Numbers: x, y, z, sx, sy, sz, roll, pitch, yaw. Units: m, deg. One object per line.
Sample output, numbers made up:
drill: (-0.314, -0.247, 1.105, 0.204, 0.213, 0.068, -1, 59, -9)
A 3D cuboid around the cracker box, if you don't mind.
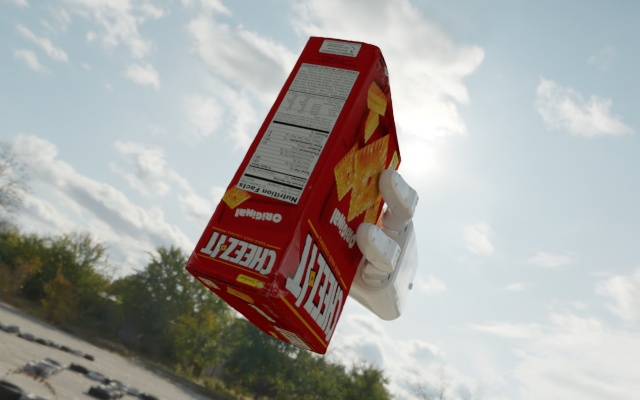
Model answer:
cracker box: (0.000, 0.001, 0.400, 0.072, 0.213, 0.164, 14, -25, 22)
